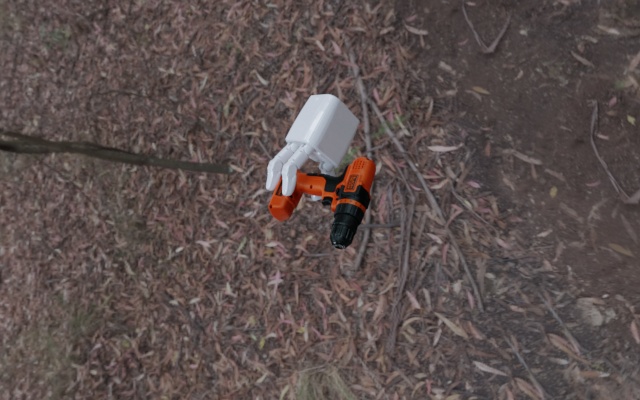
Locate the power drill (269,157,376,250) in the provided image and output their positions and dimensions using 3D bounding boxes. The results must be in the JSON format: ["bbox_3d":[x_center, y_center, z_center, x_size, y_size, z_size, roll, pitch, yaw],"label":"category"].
[{"bbox_3d":[0.000,0.003,0.880,0.187,0.184,0.057,2,-35,30],"label":"power drill"}]
